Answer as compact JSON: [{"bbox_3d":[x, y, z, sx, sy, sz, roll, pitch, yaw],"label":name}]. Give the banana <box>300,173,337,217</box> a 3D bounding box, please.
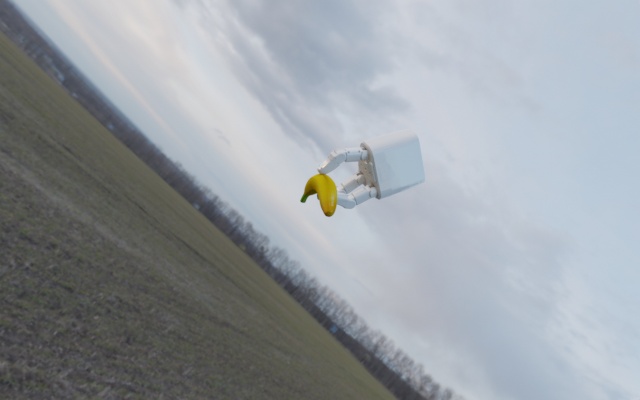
[{"bbox_3d":[0.003,-0.016,0.893,0.037,0.069,0.198,9,4,-14],"label":"banana"}]
